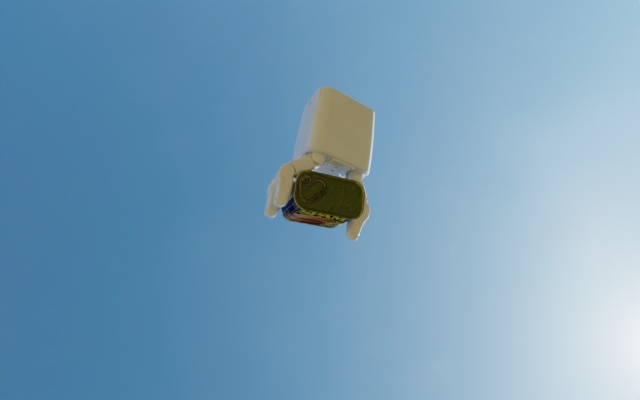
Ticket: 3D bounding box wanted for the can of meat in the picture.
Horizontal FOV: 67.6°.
[{"bbox_3d":[0.000,0.002,0.687,0.102,0.057,0.084,12,-18,-17],"label":"can of meat"}]
